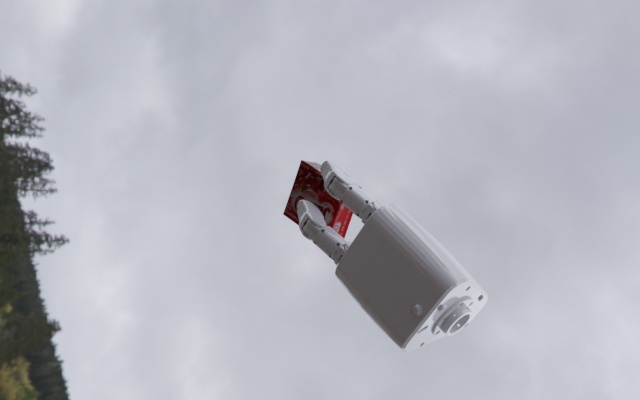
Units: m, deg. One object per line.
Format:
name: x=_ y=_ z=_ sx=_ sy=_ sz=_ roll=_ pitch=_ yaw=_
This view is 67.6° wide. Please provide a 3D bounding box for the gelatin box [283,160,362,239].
gelatin box: x=0.000 y=0.002 z=0.560 sx=0.030 sy=0.073 sz=0.089 roll=6 pitch=19 yaw=-42
